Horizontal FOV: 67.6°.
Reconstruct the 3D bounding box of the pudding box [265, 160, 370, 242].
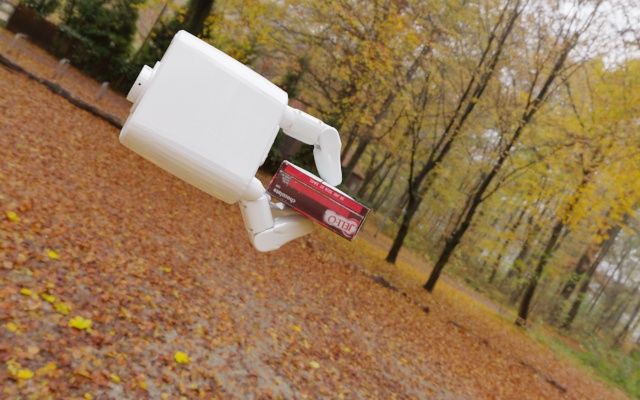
[{"bbox_3d":[0.000,0.001,0.471,0.090,0.039,0.113,31,3,3],"label":"pudding box"}]
